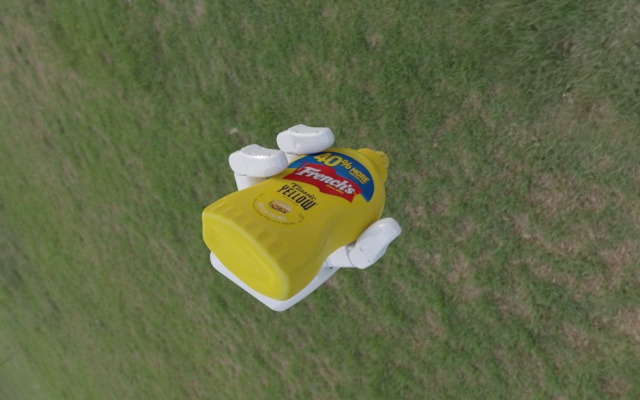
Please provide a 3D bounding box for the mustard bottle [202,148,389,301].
[{"bbox_3d":[0.000,0.001,0.415,0.096,0.058,0.191,31,45,27],"label":"mustard bottle"}]
